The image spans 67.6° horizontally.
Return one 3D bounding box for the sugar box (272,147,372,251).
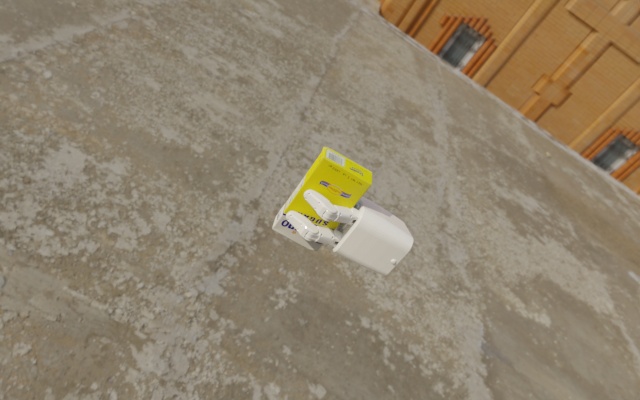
[{"bbox_3d":[0.000,0.003,0.801,0.093,0.176,0.048,29,31,-12],"label":"sugar box"}]
